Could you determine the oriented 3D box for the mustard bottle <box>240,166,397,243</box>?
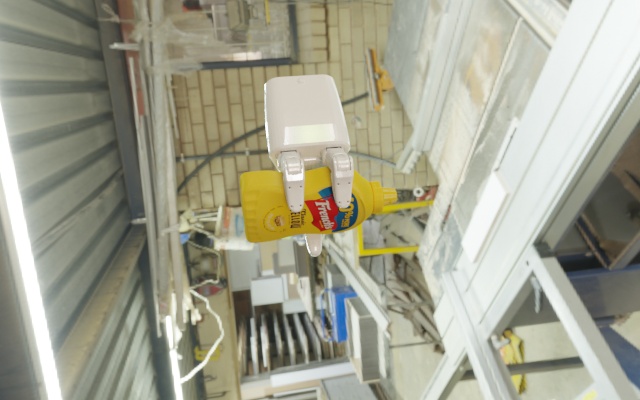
[{"bbox_3d":[0.000,0.002,0.591,0.191,0.096,0.058,-5,42,-8],"label":"mustard bottle"}]
